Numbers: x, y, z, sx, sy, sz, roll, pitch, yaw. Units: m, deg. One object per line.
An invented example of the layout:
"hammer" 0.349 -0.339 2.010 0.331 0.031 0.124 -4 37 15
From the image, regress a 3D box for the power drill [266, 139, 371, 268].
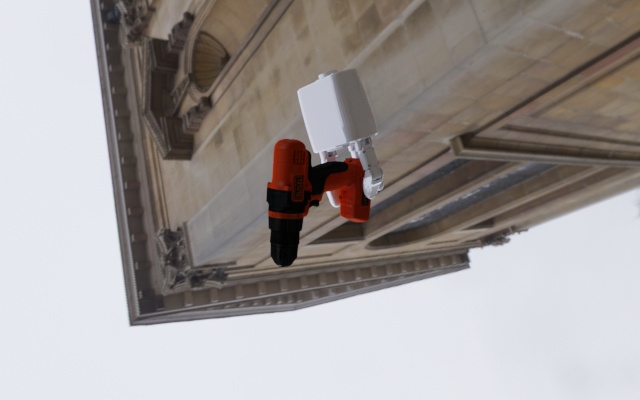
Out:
"power drill" 0.000 0.002 0.730 0.057 0.184 0.187 12 11 43
